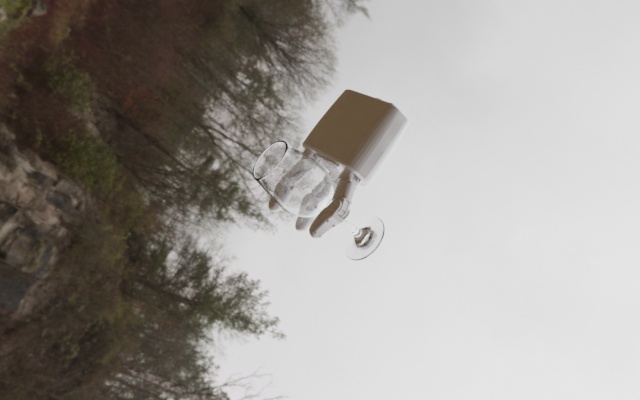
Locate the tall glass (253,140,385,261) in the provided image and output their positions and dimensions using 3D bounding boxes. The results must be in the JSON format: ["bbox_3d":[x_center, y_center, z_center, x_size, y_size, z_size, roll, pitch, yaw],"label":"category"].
[{"bbox_3d":[0.000,0.003,0.656,0.201,0.079,0.079,39,-23,-32],"label":"tall glass"}]
